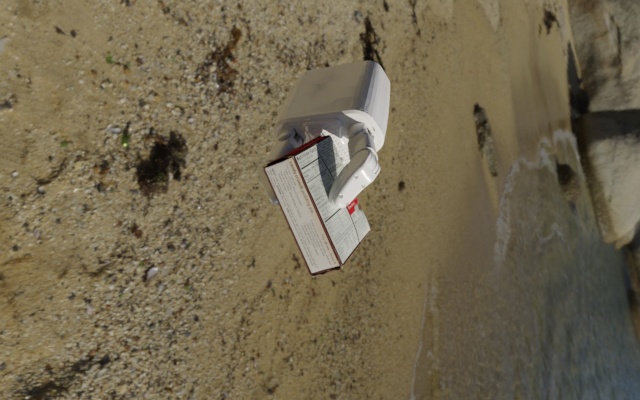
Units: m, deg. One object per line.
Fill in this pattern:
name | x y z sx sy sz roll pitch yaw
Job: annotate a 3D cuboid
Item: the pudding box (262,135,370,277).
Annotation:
pudding box | 0.000 0.001 0.454 0.039 0.113 0.090 -20 9 29
